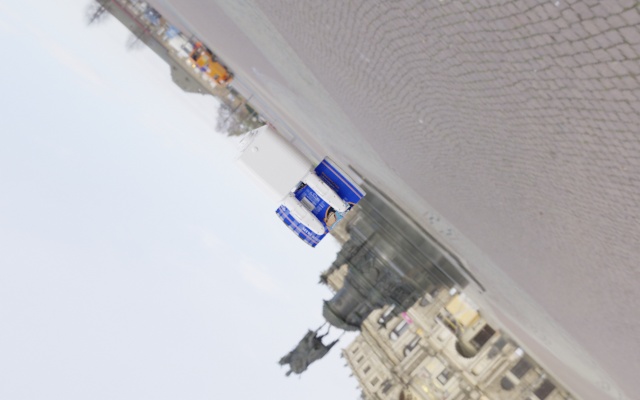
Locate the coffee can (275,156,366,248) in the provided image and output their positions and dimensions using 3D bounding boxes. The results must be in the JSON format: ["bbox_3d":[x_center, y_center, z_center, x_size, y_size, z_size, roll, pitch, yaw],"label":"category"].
[{"bbox_3d":[0.000,0.003,0.884,0.103,0.140,0.103,43,2,-2],"label":"coffee can"}]
